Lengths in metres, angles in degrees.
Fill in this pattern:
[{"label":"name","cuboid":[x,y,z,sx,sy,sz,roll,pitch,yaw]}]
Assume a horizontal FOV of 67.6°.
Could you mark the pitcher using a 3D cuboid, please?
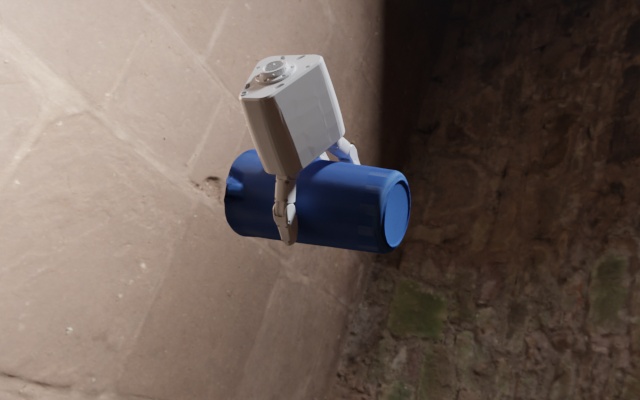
[{"label":"pitcher","cuboid":[0.000,0.002,0.675,0.243,0.145,0.149,8,44,30]}]
